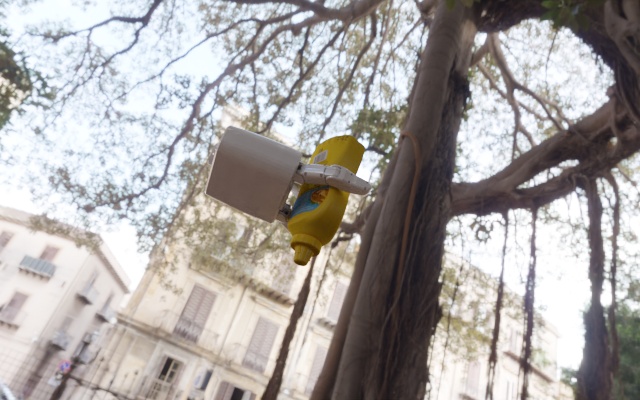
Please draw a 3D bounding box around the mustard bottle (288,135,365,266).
[{"bbox_3d":[0.000,0.002,0.658,0.058,0.191,0.096,36,-35,-26],"label":"mustard bottle"}]
